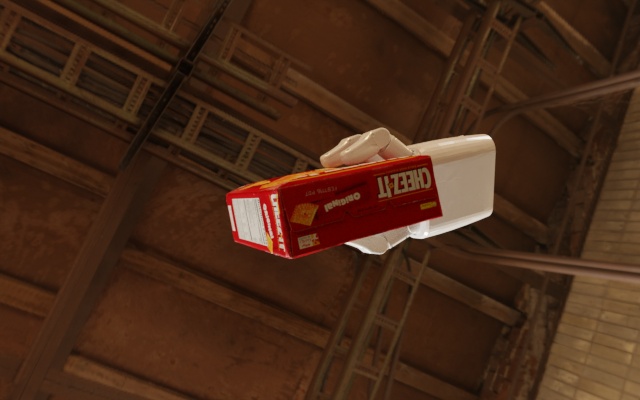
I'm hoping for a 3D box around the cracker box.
[{"bbox_3d":[0.000,0.002,0.528,0.164,0.072,0.213,-14,4,-22],"label":"cracker box"}]
